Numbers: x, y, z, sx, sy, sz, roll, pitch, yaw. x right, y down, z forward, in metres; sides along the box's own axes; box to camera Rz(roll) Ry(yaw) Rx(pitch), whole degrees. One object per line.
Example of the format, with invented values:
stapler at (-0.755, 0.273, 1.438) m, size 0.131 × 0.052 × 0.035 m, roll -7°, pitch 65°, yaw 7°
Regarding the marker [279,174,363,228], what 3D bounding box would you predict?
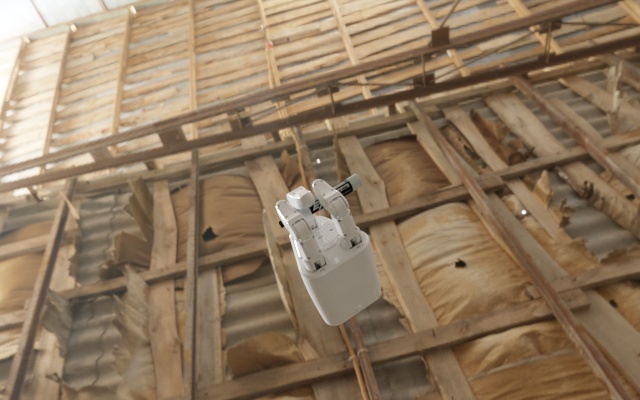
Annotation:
marker at (0.000, 0.002, 0.617) m, size 0.121 × 0.020 × 0.020 m, roll -30°, pitch 8°, yaw -14°
